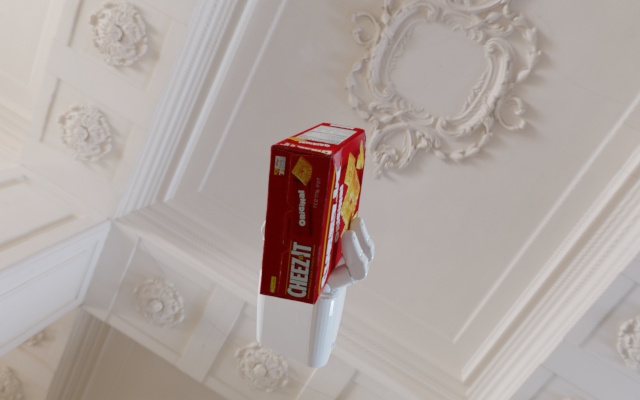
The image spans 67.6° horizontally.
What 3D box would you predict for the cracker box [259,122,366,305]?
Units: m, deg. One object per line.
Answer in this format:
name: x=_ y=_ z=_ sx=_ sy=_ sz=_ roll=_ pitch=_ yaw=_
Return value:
cracker box: x=0.000 y=0.002 z=0.575 sx=0.072 sy=0.164 sz=0.213 roll=9 pitch=17 yaw=11
